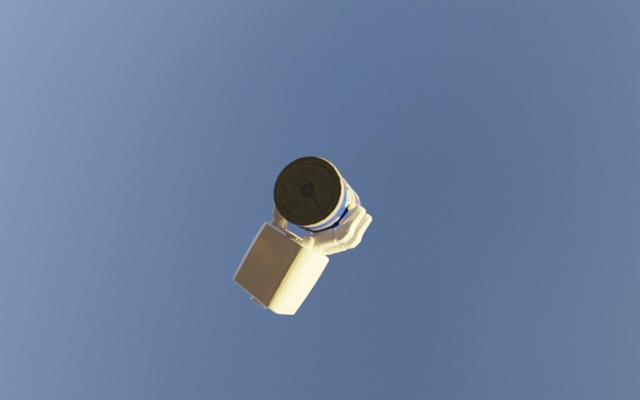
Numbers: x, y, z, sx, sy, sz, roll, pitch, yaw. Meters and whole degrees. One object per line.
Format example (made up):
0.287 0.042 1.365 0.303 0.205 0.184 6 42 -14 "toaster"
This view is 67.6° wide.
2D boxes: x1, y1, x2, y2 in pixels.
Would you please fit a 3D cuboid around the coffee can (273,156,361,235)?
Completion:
0.000 0.002 0.737 0.103 0.102 0.140 0 -14 16 "coffee can"
